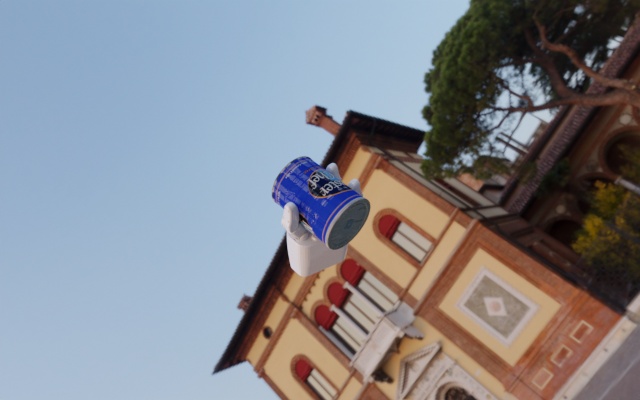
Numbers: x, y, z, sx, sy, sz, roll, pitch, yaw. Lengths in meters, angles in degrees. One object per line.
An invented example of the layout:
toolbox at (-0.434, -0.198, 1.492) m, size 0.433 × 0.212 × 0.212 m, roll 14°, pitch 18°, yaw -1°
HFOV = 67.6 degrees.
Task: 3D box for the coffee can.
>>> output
coffee can at (0.000, 0.003, 0.819) m, size 0.140 × 0.103 × 0.103 m, roll 38°, pitch 20°, yaw 28°
